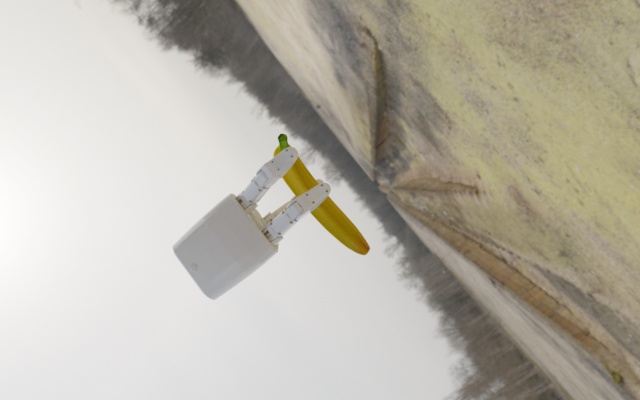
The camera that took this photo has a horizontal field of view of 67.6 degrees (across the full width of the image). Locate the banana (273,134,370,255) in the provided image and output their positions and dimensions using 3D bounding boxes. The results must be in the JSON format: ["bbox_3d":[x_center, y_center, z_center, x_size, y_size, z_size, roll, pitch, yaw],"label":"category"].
[{"bbox_3d":[-0.006,-0.003,0.645,0.037,0.198,0.069,-40,14,-5],"label":"banana"}]
